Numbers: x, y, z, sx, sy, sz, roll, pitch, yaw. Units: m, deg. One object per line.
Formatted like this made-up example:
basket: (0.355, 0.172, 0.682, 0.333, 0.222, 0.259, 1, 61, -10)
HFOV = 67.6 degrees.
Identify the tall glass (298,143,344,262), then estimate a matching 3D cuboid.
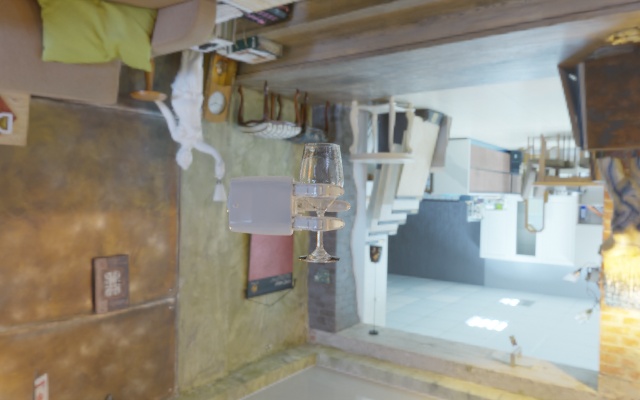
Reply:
tall glass: (0.000, 0.003, 0.831, 0.079, 0.201, 0.079, 1, 1, 0)
